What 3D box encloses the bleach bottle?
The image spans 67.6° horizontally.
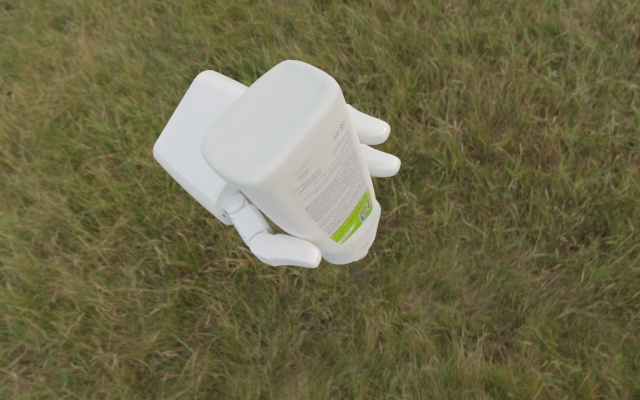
[{"bbox_3d":[0.000,0.001,0.416,0.068,0.102,0.251,35,-13,30],"label":"bleach bottle"}]
